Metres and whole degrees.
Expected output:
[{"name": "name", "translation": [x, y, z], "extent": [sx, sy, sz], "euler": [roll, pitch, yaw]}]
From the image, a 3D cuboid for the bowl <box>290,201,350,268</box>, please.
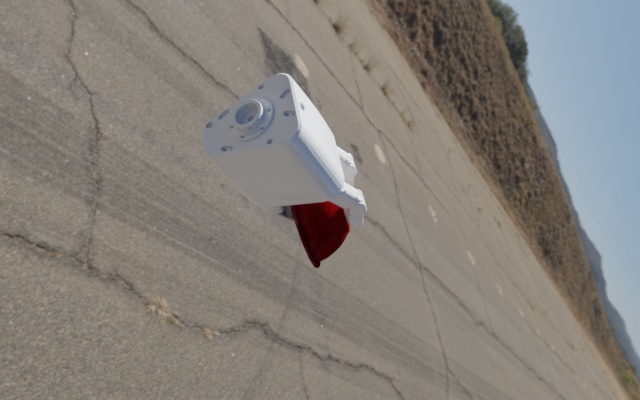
[{"name": "bowl", "translation": [0.001, 0.002, 0.613], "extent": [0.055, 0.162, 0.162], "euler": [-15, -1, 5]}]
